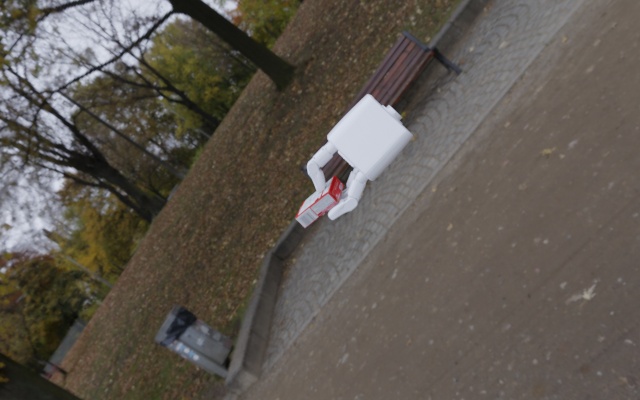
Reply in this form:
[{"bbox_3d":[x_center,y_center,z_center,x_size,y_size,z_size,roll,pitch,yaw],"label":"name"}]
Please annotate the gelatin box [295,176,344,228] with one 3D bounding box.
[{"bbox_3d":[0.000,0.003,0.886,0.089,0.030,0.073,-39,13,25],"label":"gelatin box"}]
